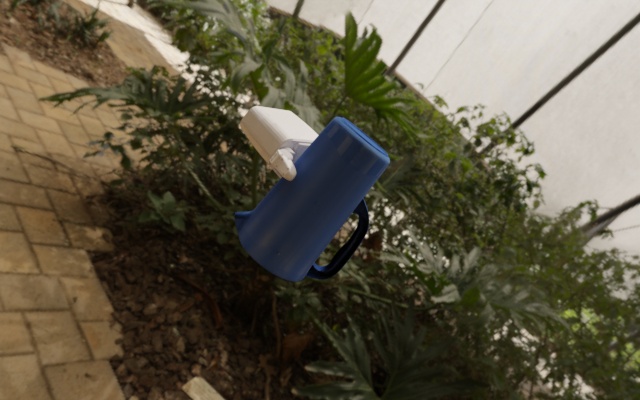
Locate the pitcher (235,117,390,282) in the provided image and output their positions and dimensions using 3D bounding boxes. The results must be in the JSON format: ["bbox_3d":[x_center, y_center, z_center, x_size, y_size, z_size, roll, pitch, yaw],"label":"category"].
[{"bbox_3d":[0.000,0.002,0.737,0.145,0.243,0.149,48,16,32],"label":"pitcher"}]
